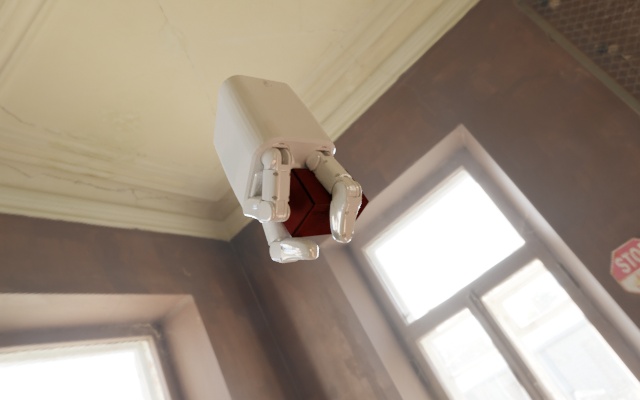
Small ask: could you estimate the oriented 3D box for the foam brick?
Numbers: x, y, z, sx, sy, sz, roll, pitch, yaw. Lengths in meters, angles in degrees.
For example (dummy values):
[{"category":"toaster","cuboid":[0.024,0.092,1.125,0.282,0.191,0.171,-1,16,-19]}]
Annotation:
[{"category":"foam brick","cuboid":[0.000,0.002,0.501,0.078,0.051,0.053,-1,-43,-42]}]
